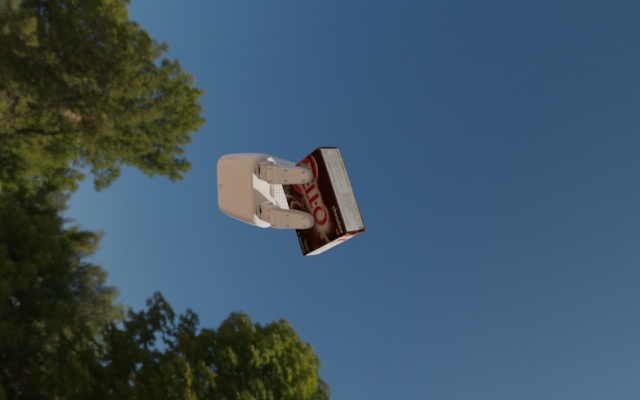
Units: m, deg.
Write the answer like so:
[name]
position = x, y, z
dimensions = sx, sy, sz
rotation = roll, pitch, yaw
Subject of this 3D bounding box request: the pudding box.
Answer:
[pudding box]
position = 0.000, 0.002, 0.591
dimensions = 0.039, 0.113, 0.090
rotation = -9, -16, -40
